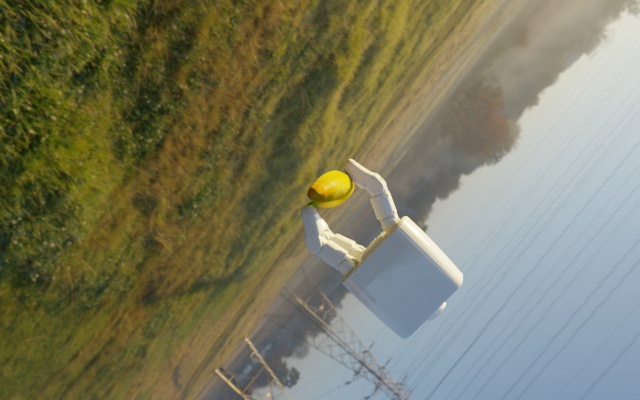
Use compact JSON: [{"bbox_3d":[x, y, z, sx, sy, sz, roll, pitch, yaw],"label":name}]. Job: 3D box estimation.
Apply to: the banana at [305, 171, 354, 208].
[{"bbox_3d":[0.014,-0.010,0.626,0.069,0.037,0.198,-41,-4,-6],"label":"banana"}]
